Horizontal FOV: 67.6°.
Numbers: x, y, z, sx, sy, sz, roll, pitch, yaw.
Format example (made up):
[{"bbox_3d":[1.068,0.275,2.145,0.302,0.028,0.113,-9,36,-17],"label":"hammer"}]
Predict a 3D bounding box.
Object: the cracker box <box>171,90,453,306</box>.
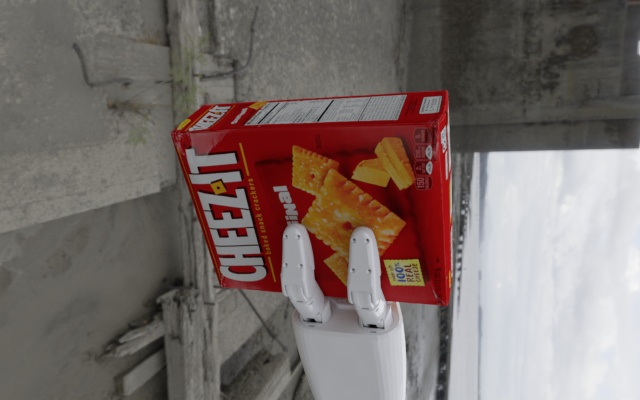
[{"bbox_3d":[0.000,0.001,0.405,0.213,0.164,0.072,1,30,18],"label":"cracker box"}]
